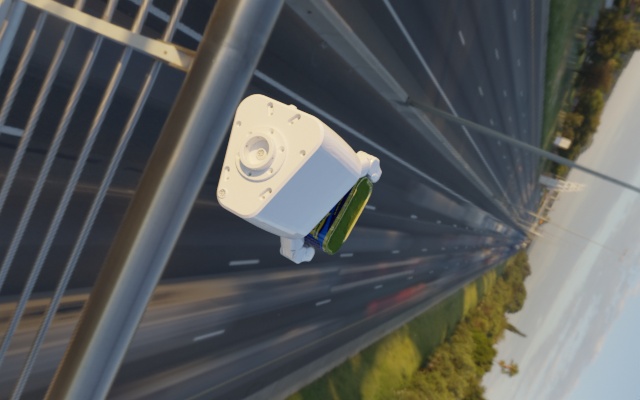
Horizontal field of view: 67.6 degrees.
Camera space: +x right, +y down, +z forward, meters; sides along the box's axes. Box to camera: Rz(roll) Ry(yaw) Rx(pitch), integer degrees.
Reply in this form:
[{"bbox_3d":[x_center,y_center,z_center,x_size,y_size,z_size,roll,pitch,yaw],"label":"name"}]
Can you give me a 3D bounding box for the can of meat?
[{"bbox_3d":[0.000,0.002,0.556,0.084,0.102,0.057,27,-5,24],"label":"can of meat"}]
